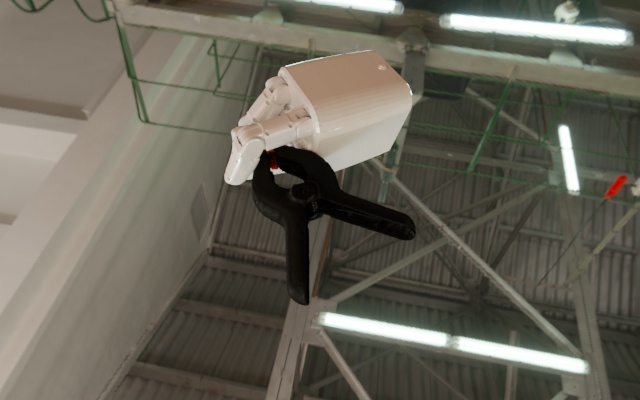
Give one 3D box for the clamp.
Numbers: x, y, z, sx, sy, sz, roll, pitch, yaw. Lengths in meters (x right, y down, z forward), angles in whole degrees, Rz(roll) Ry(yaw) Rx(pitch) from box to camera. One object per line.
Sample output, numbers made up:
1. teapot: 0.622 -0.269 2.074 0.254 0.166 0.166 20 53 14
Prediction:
1. clamp: 0.000 0.002 0.428 0.120 0.171 0.039 -18 -35 -17
